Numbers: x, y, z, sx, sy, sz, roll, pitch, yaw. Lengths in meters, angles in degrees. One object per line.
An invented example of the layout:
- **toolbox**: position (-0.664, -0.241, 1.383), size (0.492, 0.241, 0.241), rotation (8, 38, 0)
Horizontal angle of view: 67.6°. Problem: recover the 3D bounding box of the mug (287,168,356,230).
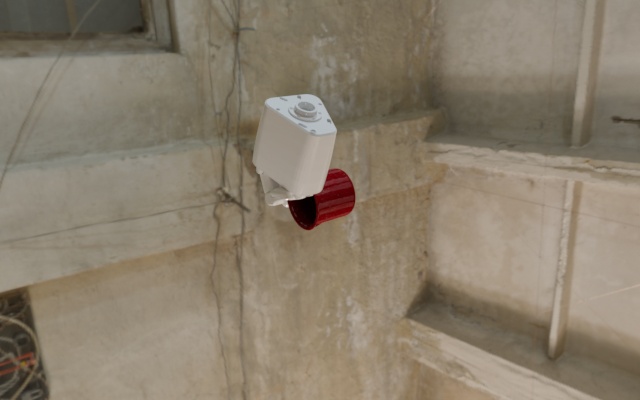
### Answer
- **mug**: position (0.000, 0.004, 0.786), size (0.081, 0.117, 0.093), rotation (-15, 49, -32)
